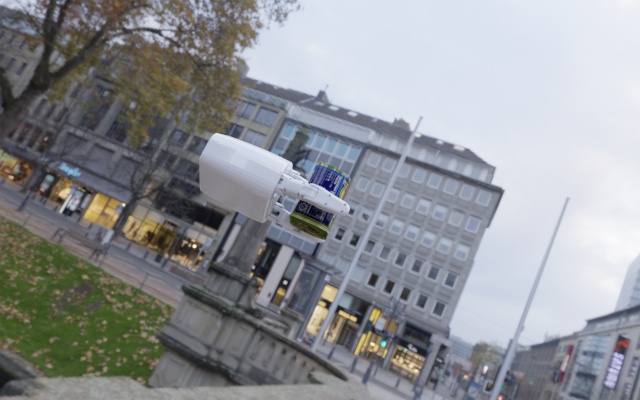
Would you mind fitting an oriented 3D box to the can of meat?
[{"bbox_3d":[0.000,0.002,0.668,0.057,0.084,0.102,24,-12,3],"label":"can of meat"}]
